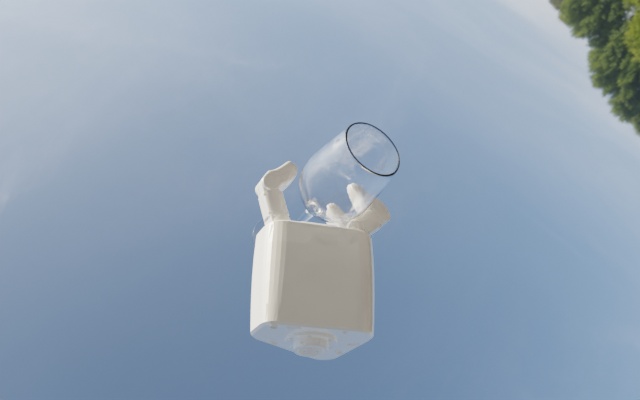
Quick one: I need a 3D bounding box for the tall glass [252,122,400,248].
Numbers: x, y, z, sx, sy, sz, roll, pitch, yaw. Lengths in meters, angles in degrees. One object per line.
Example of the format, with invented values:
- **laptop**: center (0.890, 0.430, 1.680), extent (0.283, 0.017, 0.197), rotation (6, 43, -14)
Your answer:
- **tall glass**: center (0.000, 0.002, 0.514), extent (0.079, 0.079, 0.201), rotation (0, -31, -35)
